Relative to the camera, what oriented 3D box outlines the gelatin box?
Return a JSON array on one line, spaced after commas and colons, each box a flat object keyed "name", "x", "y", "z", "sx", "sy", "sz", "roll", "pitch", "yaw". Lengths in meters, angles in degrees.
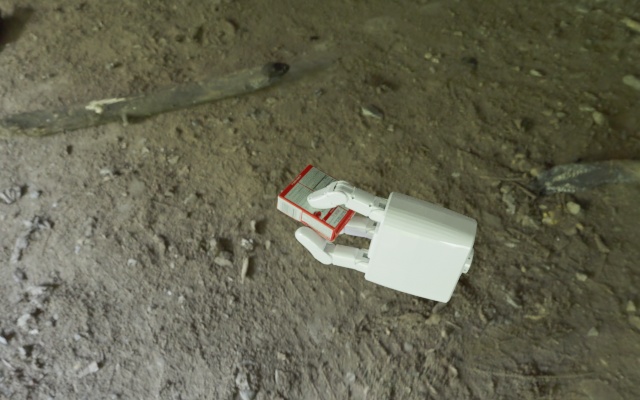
[{"name": "gelatin box", "x": 0.000, "y": 0.002, "z": 0.618, "sx": 0.089, "sy": 0.030, "sz": 0.073, "roll": 31, "pitch": 53, "yaw": 14}]
